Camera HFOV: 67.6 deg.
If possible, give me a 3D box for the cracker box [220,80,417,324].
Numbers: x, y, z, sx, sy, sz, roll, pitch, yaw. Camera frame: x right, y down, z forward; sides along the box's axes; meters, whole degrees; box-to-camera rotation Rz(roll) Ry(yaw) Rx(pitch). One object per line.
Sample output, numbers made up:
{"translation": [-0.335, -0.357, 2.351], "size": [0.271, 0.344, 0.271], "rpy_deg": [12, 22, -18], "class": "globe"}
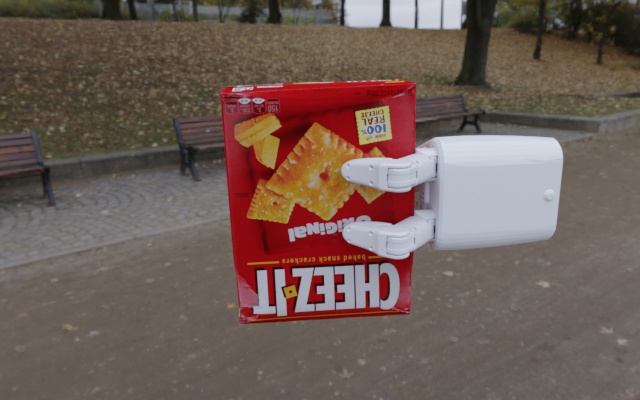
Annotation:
{"translation": [0.000, 0.001, 0.440], "size": [0.164, 0.214, 0.072], "rpy_deg": [-3, 15, -3], "class": "cracker box"}
